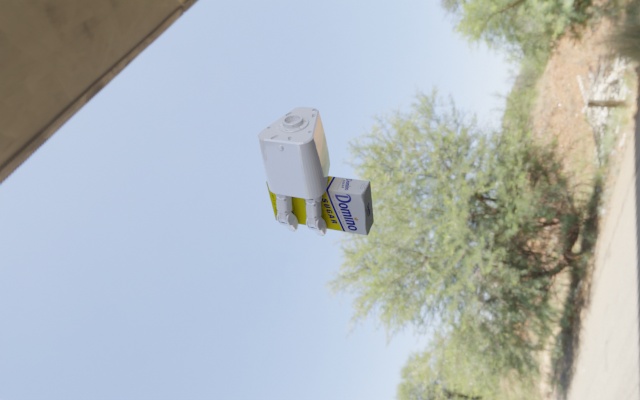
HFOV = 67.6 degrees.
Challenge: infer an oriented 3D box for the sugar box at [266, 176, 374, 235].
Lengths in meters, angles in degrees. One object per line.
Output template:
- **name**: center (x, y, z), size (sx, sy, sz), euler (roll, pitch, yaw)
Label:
- **sugar box**: center (0.000, 0.003, 0.822), size (0.176, 0.093, 0.048), euler (9, 43, 23)
